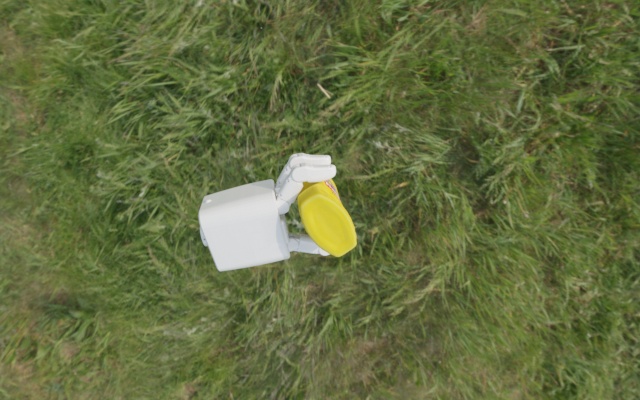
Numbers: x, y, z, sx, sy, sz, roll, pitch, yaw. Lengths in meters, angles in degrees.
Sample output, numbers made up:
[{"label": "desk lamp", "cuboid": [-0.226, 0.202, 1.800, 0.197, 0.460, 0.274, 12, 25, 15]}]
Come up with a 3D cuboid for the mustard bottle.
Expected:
[{"label": "mustard bottle", "cuboid": [0.000, 0.002, 0.699, 0.058, 0.096, 0.191, -35, 20, 6]}]
